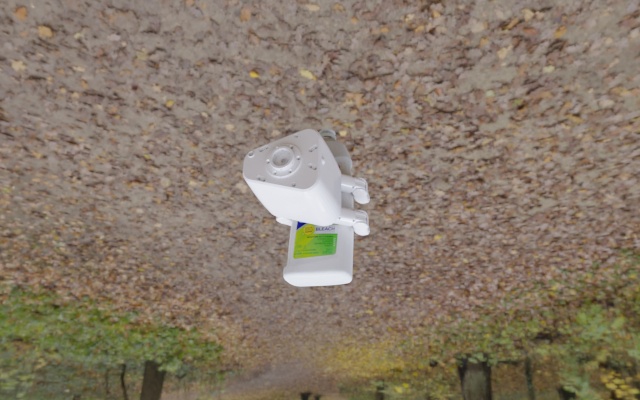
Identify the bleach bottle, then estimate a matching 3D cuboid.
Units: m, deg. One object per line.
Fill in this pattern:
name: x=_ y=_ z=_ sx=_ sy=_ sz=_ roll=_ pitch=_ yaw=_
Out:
bleach bottle: x=0.000 y=0.002 z=0.745 sx=0.102 sy=0.250 sz=0.068 roll=-6 pitch=-26 yaw=14
